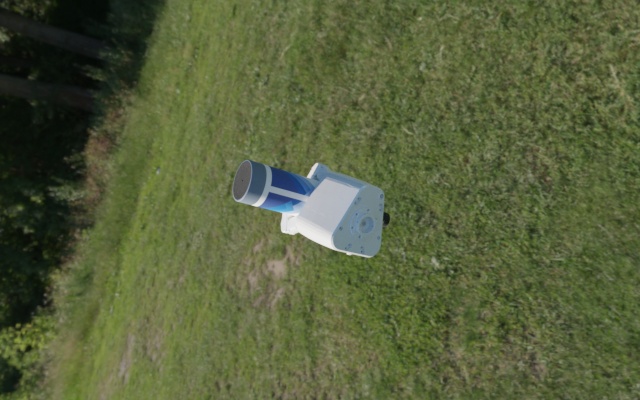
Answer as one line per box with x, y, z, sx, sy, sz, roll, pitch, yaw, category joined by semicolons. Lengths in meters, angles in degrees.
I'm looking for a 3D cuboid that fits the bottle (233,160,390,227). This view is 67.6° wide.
0.000;0.003;0.808;0.296;0.069;0.069;16;-9;-32;bottle
